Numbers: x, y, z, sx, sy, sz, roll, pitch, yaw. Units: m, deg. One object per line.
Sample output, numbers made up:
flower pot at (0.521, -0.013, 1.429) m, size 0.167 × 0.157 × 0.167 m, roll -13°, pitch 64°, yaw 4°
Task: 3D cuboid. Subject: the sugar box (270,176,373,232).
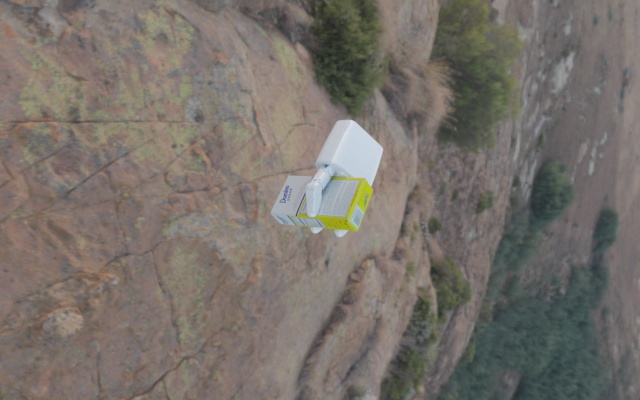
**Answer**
sugar box at (0.001, 0.003, 0.887) m, size 0.176 × 0.093 × 0.048 m, roll 3°, pitch -33°, yaw 37°
